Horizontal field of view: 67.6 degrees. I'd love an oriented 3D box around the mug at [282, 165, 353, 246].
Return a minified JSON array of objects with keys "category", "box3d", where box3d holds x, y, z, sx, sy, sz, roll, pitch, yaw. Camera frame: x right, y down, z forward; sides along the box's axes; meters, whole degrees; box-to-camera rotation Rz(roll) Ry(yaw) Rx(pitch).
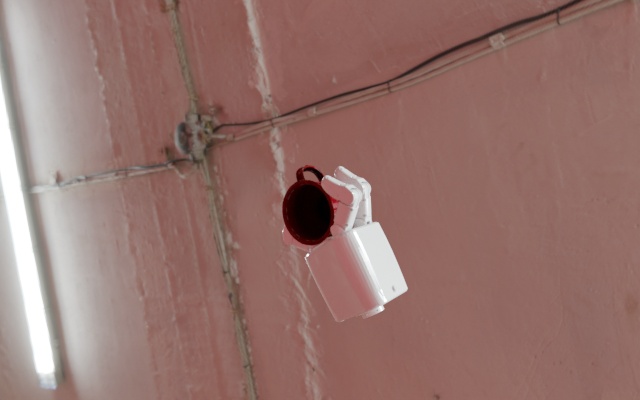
[{"category":"mug","box3d":[0.000,0.001,0.701,0.093,0.117,0.081,-32,-13,36]}]
